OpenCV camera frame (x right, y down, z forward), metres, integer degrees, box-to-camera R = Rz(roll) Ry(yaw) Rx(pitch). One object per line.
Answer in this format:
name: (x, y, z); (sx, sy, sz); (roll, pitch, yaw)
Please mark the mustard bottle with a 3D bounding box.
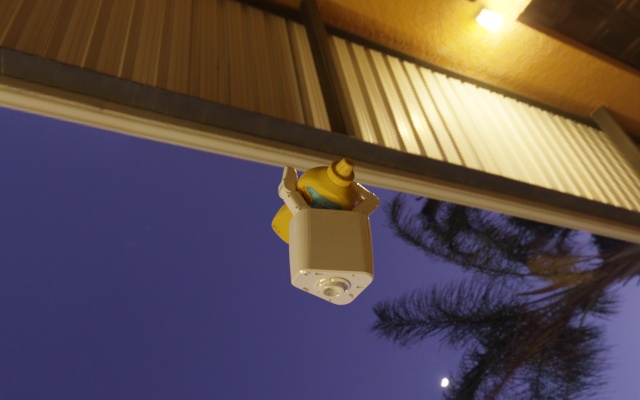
mustard bottle: (0.000, 0.002, 0.748); (0.096, 0.192, 0.058); (33, 42, -2)
